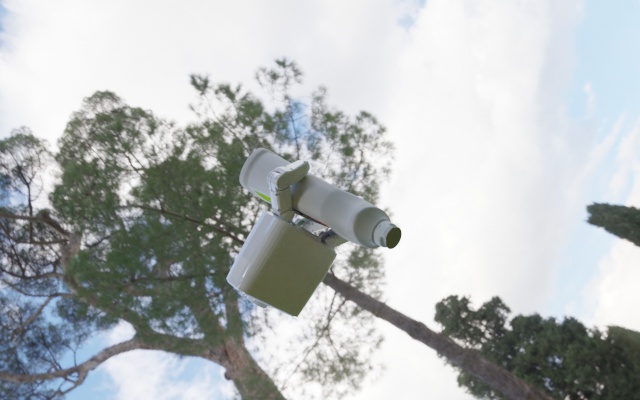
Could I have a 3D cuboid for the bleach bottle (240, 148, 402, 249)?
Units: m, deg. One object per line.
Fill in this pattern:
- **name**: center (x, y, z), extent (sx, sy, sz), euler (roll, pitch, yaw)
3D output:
- **bleach bottle**: center (0.000, 0.002, 0.634), extent (0.250, 0.068, 0.103), euler (25, -6, 45)
